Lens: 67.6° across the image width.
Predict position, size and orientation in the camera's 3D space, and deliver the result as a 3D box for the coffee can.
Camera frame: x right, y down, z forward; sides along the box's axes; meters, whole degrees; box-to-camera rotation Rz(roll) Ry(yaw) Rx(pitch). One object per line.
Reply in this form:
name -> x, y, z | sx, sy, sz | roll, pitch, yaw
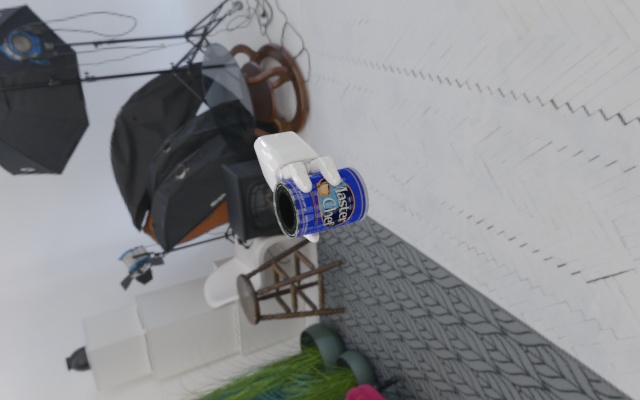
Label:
coffee can -> 0.000, 0.003, 0.850 | 0.140, 0.103, 0.103 | -14, 6, -25
